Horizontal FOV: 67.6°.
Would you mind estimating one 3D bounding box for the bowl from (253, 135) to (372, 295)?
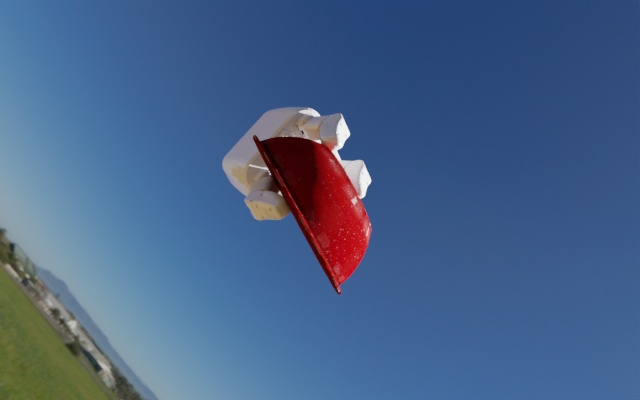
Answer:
[{"bbox_3d":[0.001,0.002,0.433,0.055,0.162,0.162,-28,2,-4],"label":"bowl"}]
